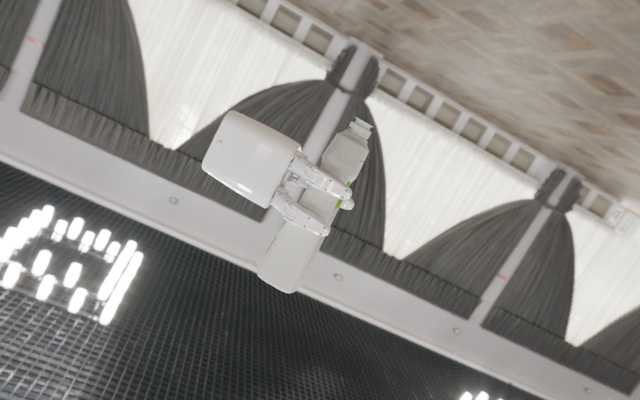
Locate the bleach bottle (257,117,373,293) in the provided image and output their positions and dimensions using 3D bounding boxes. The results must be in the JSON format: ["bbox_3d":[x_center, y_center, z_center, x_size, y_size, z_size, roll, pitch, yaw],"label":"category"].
[{"bbox_3d":[0.000,0.002,0.665,0.068,0.251,0.102,29,10,3],"label":"bleach bottle"}]
